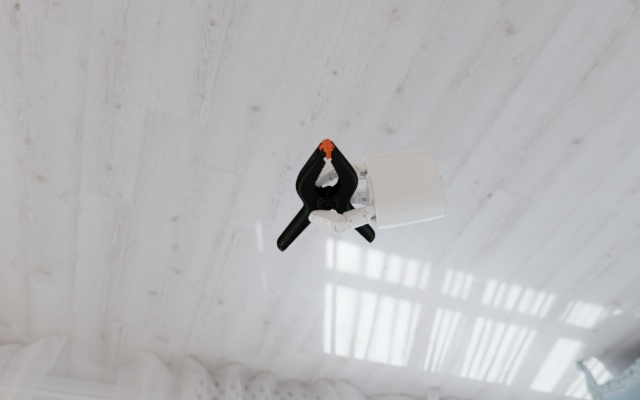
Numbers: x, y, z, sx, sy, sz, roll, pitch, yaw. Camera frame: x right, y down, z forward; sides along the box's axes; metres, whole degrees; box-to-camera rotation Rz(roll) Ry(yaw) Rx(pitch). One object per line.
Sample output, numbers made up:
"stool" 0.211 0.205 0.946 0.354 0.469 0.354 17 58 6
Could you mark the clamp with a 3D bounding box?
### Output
"clamp" 0.000 0.002 0.737 0.164 0.210 0.036 -11 41 -2
